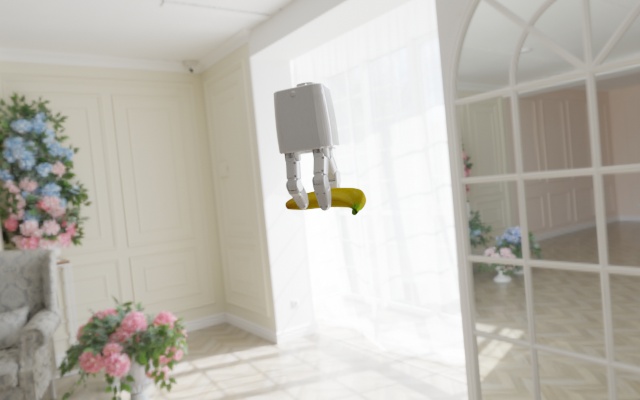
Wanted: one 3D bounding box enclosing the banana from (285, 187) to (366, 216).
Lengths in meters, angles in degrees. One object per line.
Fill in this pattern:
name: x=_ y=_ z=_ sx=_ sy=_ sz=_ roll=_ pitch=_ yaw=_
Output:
banana: x=0.017 y=-0.001 z=0.836 sx=0.069 sy=0.037 sz=0.198 roll=-16 pitch=10 yaw=-37
